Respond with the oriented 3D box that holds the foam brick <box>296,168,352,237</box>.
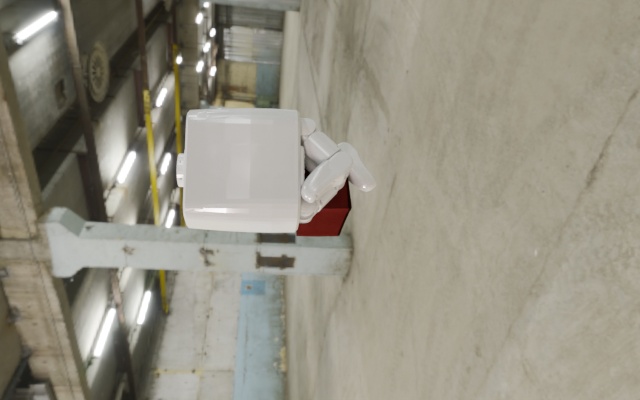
[{"bbox_3d":[0.000,0.002,0.525,0.051,0.053,0.078,-1,-27,-9],"label":"foam brick"}]
